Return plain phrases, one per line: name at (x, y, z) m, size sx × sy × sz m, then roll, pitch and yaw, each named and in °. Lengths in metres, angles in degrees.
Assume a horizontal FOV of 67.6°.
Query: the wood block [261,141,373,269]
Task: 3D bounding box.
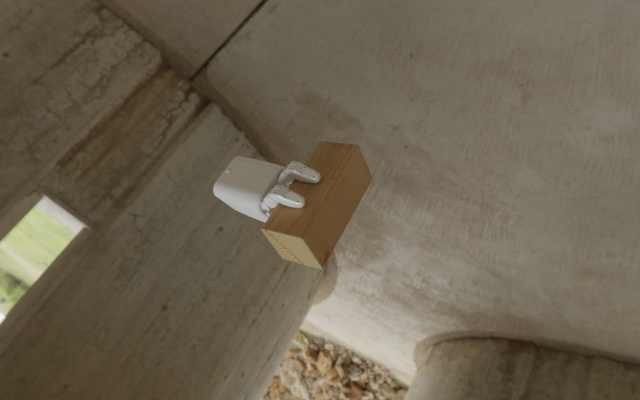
wood block at (0.000, 0.003, 0.829) m, size 0.090 × 0.206 × 0.091 m, roll 10°, pitch -35°, yaw 34°
